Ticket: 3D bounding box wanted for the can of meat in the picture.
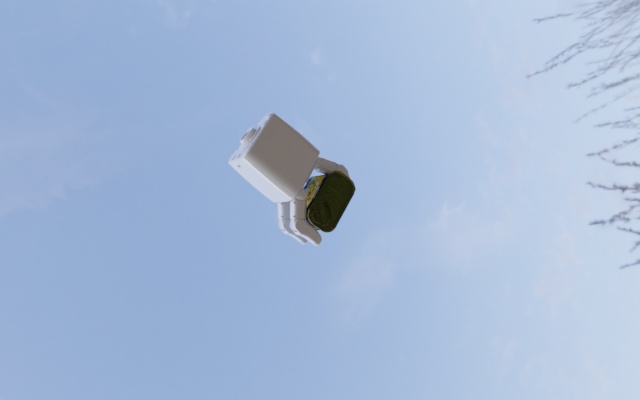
[{"bbox_3d":[0.000,0.003,0.815,0.057,0.102,0.084,36,-17,-23],"label":"can of meat"}]
